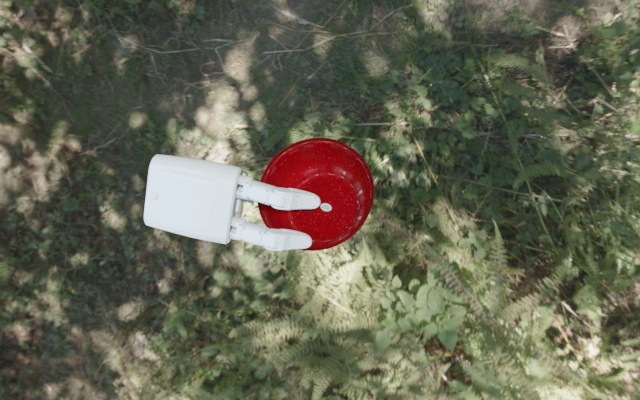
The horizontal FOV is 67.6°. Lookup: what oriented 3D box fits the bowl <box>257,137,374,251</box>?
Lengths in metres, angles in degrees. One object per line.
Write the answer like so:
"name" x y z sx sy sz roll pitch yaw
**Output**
"bowl" 0.001 0.002 0.626 0.162 0.162 0.055 0 18 -12
